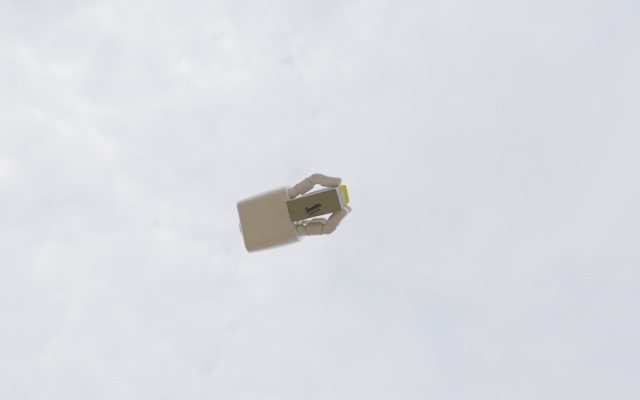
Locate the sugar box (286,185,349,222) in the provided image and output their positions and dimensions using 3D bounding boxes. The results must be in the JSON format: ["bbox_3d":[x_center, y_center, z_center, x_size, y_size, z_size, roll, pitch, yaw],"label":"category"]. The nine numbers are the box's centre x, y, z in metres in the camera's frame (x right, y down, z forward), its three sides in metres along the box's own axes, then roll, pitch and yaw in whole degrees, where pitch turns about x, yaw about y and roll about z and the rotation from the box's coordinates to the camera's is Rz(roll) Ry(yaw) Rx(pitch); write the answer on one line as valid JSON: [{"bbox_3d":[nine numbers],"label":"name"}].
[{"bbox_3d":[0.000,0.003,0.896,0.093,0.048,0.176,-14,4,10],"label":"sugar box"}]
